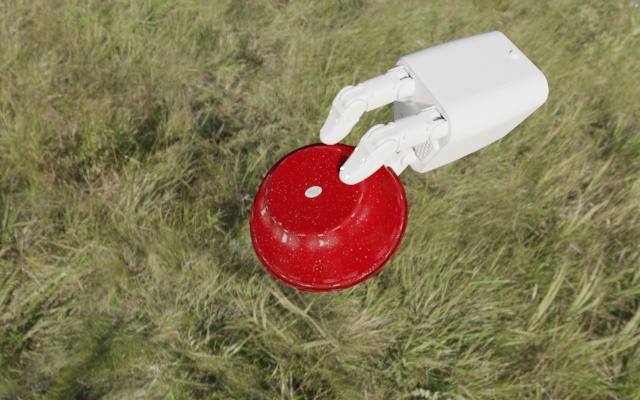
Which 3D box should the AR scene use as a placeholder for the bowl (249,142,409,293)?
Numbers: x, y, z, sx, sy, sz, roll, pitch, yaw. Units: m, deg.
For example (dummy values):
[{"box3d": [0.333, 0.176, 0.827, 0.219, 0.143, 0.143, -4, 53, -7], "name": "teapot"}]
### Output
[{"box3d": [-0.001, 0.002, 0.452, 0.162, 0.162, 0.055, 0, -26, 15], "name": "bowl"}]
